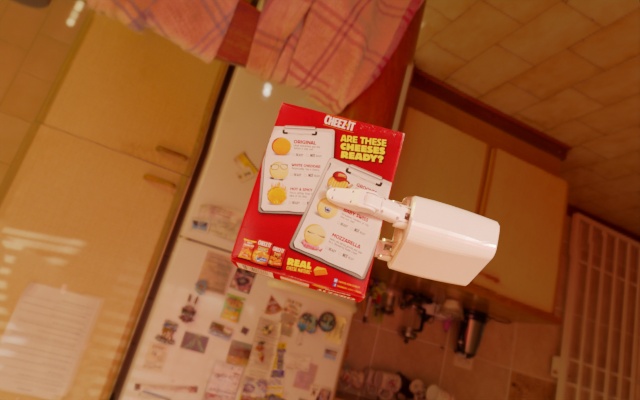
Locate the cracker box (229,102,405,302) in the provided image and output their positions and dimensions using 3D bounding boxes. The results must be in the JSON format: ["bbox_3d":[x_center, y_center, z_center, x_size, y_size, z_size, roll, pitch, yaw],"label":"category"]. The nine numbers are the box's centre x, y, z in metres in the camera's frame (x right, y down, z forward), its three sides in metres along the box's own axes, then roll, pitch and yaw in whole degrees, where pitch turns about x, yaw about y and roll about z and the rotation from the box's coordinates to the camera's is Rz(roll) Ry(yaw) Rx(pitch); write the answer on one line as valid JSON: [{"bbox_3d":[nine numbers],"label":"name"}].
[{"bbox_3d":[0.000,0.002,0.603,0.164,0.213,0.072,15,-17,3],"label":"cracker box"}]
